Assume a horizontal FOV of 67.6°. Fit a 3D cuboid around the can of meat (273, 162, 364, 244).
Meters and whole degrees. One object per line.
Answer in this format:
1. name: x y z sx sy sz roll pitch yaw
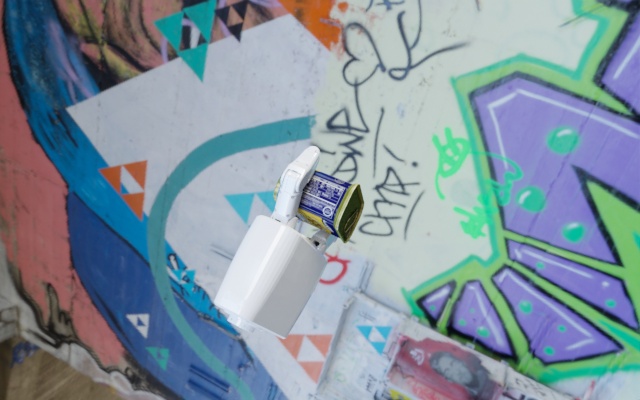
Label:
1. can of meat: 0.000 0.002 0.562 0.084 0.057 0.102 23 -12 16
